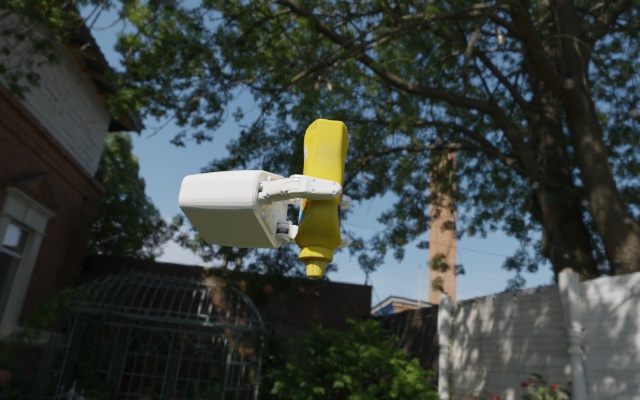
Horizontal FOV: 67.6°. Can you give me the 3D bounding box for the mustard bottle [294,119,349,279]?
[{"bbox_3d":[0.000,0.002,0.601,0.058,0.191,0.096,7,-20,-6],"label":"mustard bottle"}]
